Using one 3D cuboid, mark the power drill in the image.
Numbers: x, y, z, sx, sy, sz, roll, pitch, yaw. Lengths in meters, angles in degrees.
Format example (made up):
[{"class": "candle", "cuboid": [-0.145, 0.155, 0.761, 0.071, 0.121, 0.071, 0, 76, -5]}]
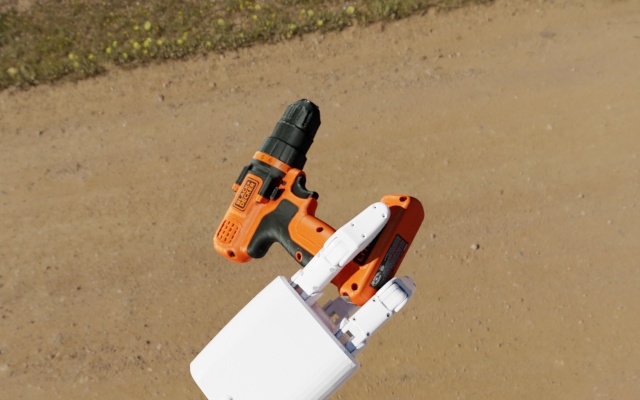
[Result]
[{"class": "power drill", "cuboid": [0.000, 0.002, 0.460, 0.187, 0.184, 0.057, 25, -4, 34]}]
